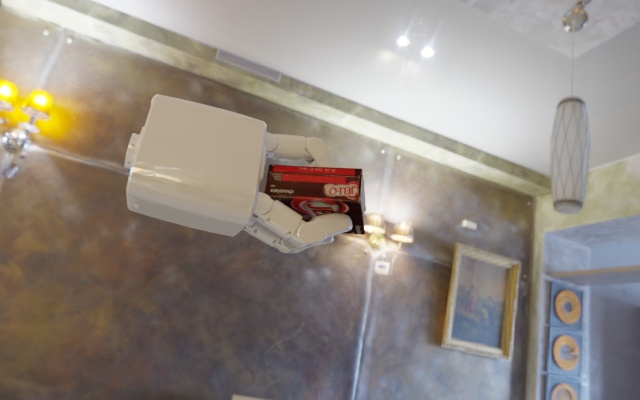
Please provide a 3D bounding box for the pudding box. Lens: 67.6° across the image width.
[{"bbox_3d":[0.000,0.001,0.484,0.090,0.039,0.113,4,-17,9],"label":"pudding box"}]
